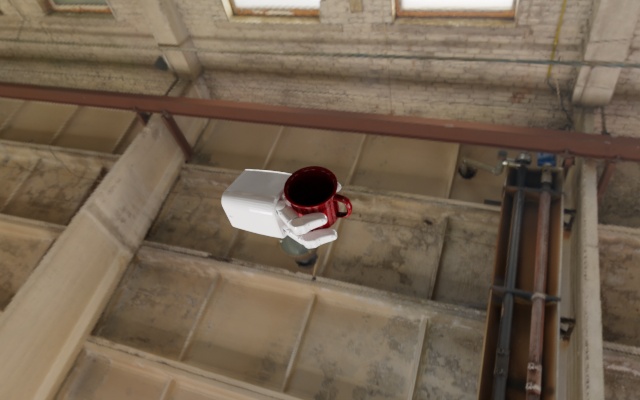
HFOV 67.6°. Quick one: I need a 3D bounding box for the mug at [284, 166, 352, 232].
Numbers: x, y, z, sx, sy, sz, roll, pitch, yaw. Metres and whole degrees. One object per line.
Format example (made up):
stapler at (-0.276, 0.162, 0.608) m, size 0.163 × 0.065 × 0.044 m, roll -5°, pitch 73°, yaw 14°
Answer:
mug at (0.002, 0.003, 0.833) m, size 0.117 × 0.093 × 0.082 m, roll 10°, pitch -36°, yaw 19°
